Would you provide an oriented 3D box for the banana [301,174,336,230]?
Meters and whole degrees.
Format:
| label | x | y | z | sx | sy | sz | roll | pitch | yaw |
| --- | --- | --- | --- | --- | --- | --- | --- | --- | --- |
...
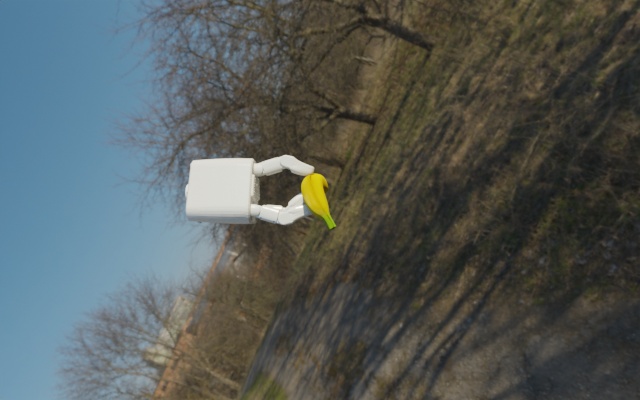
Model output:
| label | x | y | z | sx | sy | sz | roll | pitch | yaw |
| --- | --- | --- | --- | --- | --- | --- | --- | --- | --- |
| banana | -0.007 | -0.012 | 0.811 | 0.037 | 0.070 | 0.197 | -22 | 19 | 6 |
